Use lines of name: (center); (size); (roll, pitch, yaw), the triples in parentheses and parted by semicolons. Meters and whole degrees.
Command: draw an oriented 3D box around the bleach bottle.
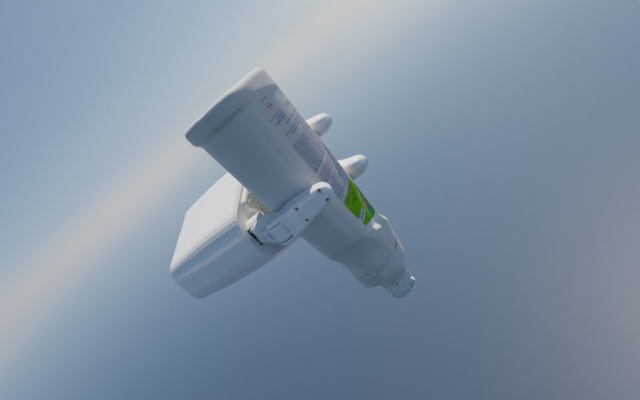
bleach bottle: (0.000, 0.001, 0.436); (0.068, 0.251, 0.102); (-34, 17, 27)
